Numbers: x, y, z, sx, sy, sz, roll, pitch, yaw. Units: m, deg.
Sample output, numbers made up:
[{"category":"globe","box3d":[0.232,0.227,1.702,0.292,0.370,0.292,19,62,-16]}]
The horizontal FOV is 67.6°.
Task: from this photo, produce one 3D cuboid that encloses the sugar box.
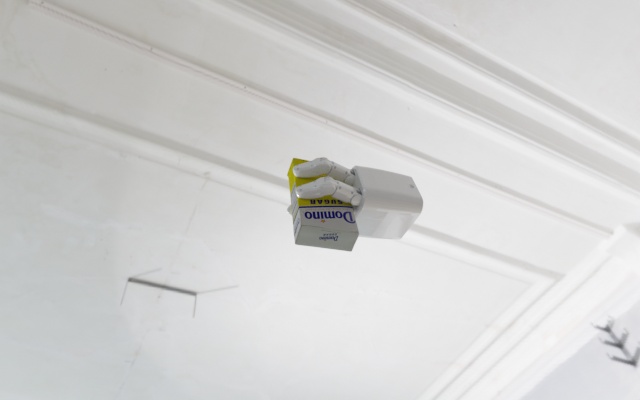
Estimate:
[{"category":"sugar box","box3d":[0.000,0.002,0.766,0.093,0.048,0.176,8,34,-16]}]
